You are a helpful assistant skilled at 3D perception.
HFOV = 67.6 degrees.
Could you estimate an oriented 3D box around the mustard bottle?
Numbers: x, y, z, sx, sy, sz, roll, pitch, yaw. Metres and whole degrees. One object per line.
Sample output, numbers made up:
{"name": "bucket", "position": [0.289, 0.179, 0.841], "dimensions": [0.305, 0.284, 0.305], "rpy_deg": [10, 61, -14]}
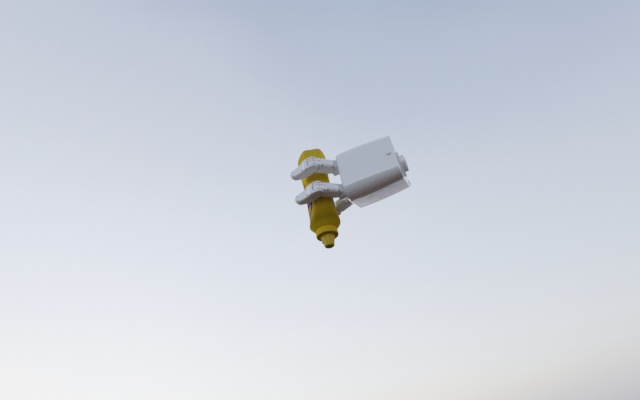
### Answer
{"name": "mustard bottle", "position": [0.000, 0.003, 0.895], "dimensions": [0.058, 0.191, 0.096], "rpy_deg": [-8, -33, -7]}
